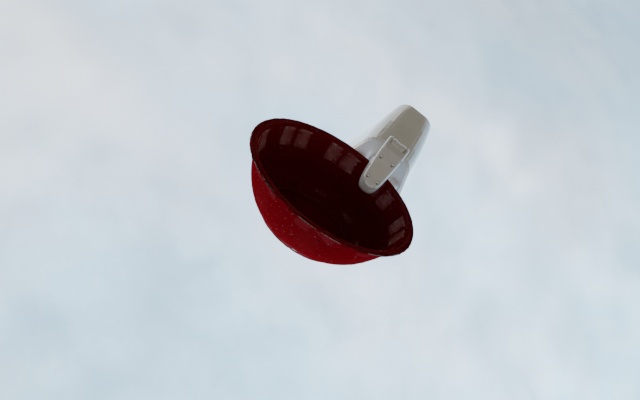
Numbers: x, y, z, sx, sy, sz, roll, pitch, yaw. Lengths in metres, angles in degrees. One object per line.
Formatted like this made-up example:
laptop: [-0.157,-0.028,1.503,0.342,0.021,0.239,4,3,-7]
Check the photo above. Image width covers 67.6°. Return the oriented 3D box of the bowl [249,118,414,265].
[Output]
bowl: [-0.001,0.002,0.411,0.162,0.162,0.055,0,-44,-48]
